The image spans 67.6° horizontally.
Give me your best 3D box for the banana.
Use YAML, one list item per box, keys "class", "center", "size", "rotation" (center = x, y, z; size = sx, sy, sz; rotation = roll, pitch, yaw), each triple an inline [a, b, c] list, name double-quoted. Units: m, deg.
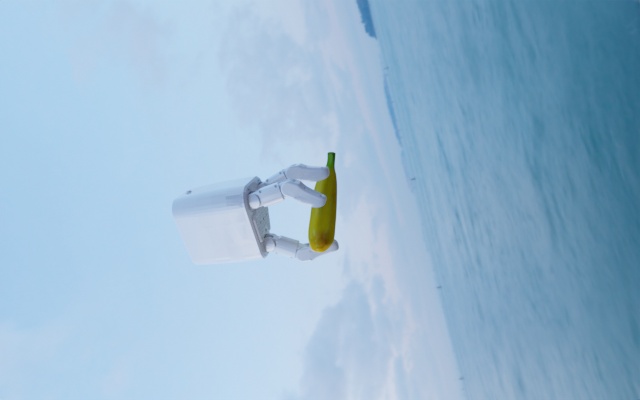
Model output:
- class: "banana"
  center: [0.003, 0.014, 0.664]
  size: [0.037, 0.070, 0.197]
  rotation: [-3, 40, 7]
